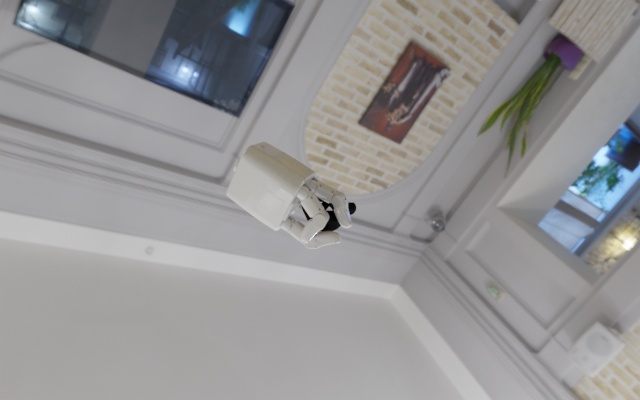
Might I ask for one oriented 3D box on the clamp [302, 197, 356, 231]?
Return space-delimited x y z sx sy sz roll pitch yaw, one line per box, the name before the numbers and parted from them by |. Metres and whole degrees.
clamp | 0.000 0.003 0.845 0.120 0.039 0.171 33 18 4
